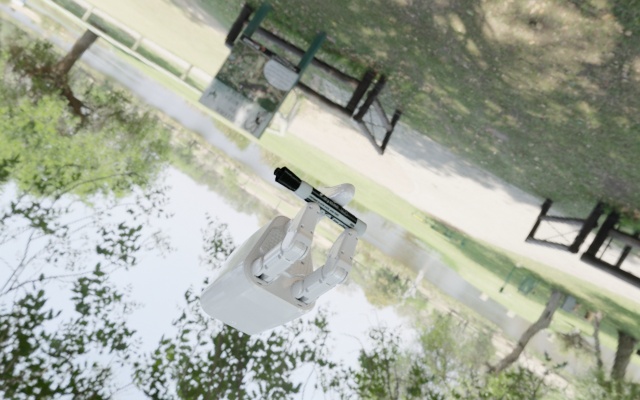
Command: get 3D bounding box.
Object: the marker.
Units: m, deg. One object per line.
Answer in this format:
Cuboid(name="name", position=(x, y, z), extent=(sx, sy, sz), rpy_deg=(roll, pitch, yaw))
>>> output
Cuboid(name="marker", position=(0.000, 0.002, 0.503), extent=(0.121, 0.020, 0.020), rpy_deg=(35, -16, -24))
